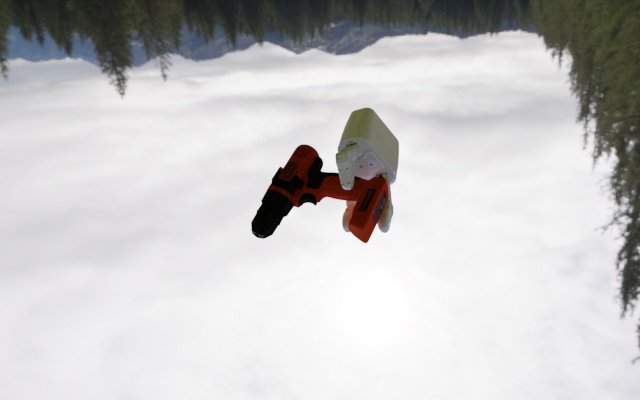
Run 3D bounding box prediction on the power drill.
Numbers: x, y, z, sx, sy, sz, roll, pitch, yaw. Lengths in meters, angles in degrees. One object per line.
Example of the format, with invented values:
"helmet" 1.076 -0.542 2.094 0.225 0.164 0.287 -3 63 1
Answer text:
"power drill" 0.001 0.002 0.759 0.187 0.184 0.057 19 -25 22
